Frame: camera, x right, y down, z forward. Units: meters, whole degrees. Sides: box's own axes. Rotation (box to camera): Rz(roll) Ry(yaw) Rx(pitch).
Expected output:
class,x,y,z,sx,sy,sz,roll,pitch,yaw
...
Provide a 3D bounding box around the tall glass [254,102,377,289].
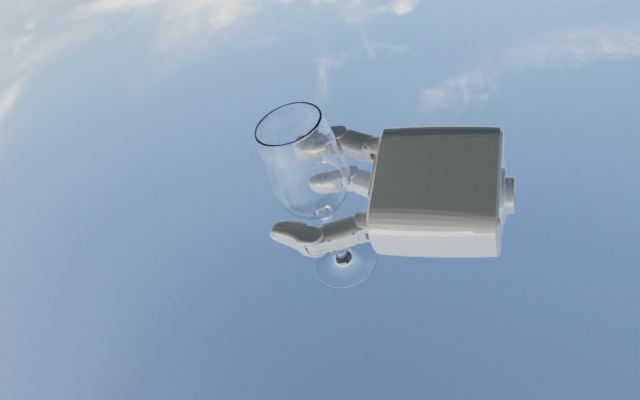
class,x,y,z,sx,sy,sz,roll,pitch,yaw
tall glass,0.000,0.002,0.477,0.079,0.079,0.201,0,-43,24
